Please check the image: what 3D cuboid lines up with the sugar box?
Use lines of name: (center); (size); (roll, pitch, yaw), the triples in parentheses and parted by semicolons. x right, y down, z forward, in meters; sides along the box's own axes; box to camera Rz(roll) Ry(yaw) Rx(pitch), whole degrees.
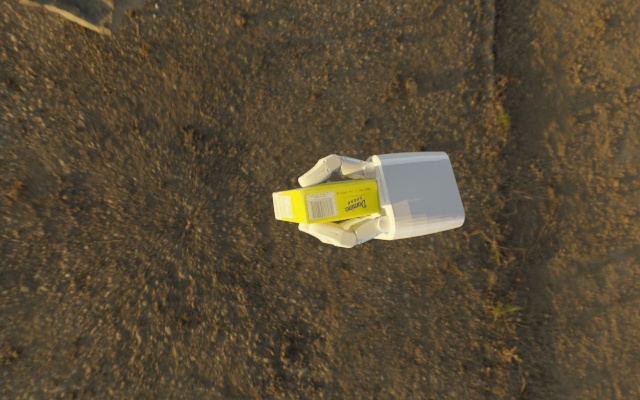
sugar box: (0.000, 0.003, 0.618); (0.093, 0.048, 0.176); (-8, -1, -15)
